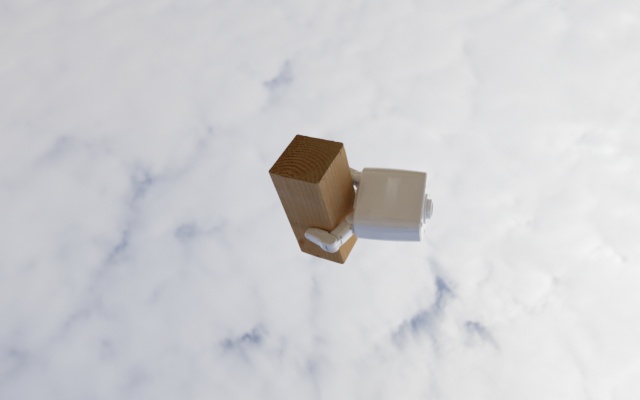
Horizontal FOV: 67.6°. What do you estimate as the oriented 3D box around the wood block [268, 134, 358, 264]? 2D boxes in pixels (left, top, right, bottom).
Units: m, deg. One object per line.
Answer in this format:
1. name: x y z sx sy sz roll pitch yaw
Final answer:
1. wood block: 0.000 0.003 0.788 0.090 0.090 0.206 15 -36 27
